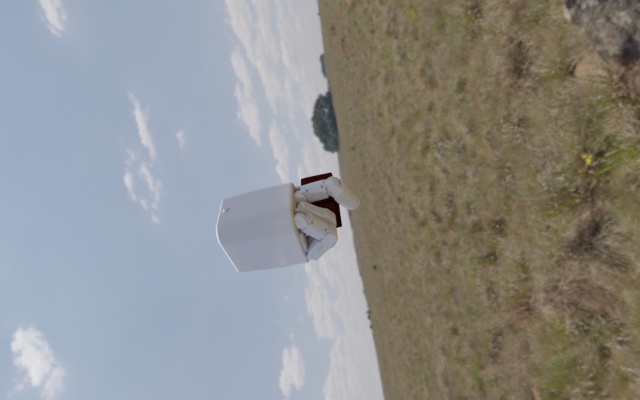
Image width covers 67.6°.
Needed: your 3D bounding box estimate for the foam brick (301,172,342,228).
[{"bbox_3d":[0.000,0.002,0.716,0.051,0.053,0.078,-12,34,6],"label":"foam brick"}]
